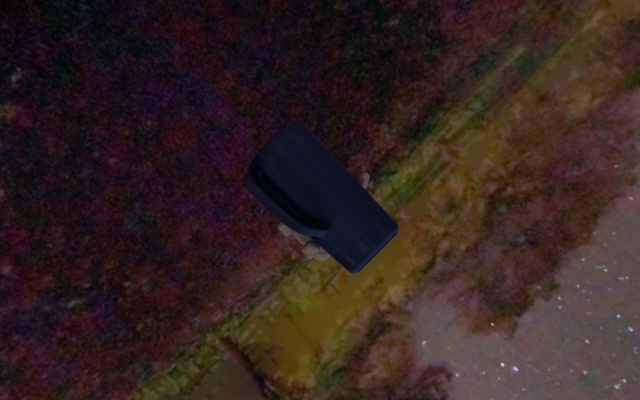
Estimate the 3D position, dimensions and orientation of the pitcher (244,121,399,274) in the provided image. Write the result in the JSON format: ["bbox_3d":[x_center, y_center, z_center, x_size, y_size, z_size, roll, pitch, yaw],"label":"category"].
[{"bbox_3d":[0.000,0.003,0.764,0.149,0.243,0.145,-44,-9,-10],"label":"pitcher"}]
